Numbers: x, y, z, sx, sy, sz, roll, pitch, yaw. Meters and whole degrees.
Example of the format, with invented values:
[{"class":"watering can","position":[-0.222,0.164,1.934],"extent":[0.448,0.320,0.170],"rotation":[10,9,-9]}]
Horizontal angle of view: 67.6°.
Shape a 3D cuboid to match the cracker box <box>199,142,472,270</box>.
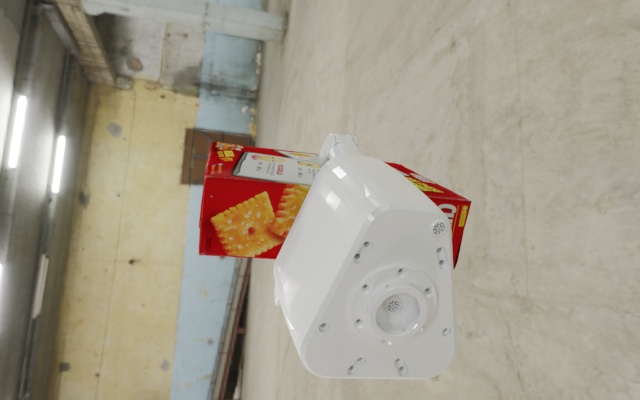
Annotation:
[{"class":"cracker box","position":[0.000,0.001,0.446],"extent":[0.214,0.072,0.164],"rotation":[6,14,-13]}]
